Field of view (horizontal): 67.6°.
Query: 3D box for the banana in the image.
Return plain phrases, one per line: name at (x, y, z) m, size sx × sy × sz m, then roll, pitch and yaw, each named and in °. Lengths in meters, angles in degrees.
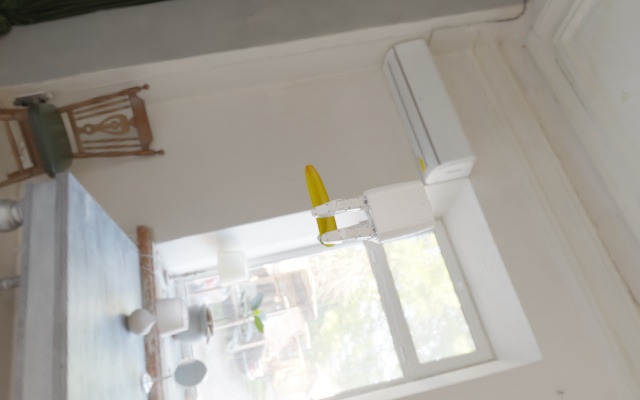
banana at (0.004, 0.017, 0.897) m, size 0.037 × 0.197 × 0.070 m, roll -15°, pitch -42°, yaw 1°
